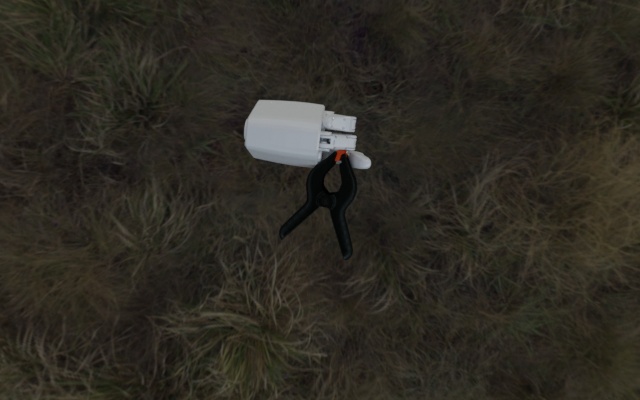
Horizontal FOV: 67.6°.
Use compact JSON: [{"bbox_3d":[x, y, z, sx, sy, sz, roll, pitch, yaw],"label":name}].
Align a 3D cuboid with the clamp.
[{"bbox_3d":[0.000,0.002,0.742,0.120,0.171,0.039,8,8,3],"label":"clamp"}]
